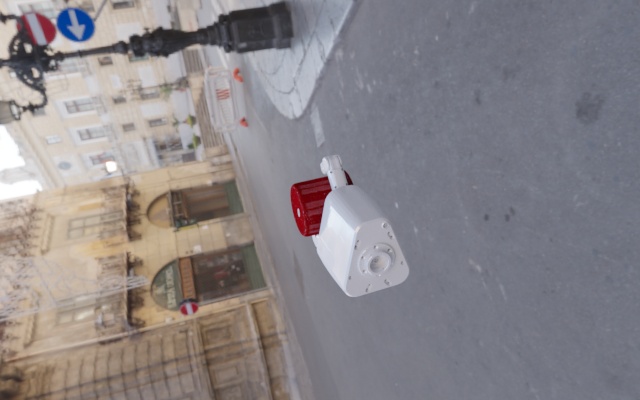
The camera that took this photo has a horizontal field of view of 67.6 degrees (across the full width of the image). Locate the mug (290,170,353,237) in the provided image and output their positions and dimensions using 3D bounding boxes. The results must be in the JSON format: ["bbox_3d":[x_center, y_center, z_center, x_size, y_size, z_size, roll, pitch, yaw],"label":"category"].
[{"bbox_3d":[-0.001,0.002,0.724,0.081,0.093,0.117,-13,25,-14],"label":"mug"}]
